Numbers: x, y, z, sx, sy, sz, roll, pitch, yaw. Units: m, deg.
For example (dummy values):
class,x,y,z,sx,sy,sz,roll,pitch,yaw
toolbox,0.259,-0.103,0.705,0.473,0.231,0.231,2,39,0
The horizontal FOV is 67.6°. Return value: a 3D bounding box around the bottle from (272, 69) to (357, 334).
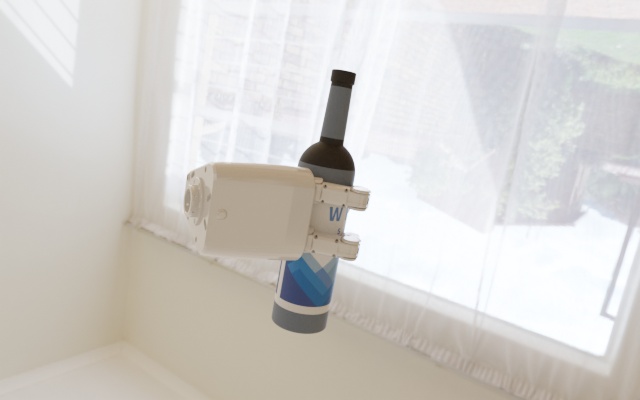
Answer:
class,x,y,z,sx,sy,sz,roll,pitch,yaw
bottle,0.000,0.002,0.546,0.069,0.296,0.069,10,10,-2
